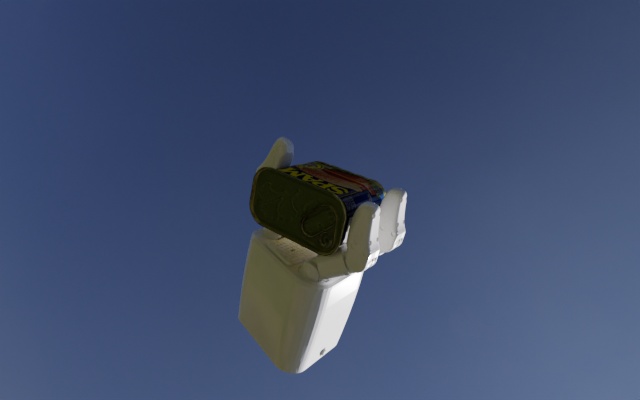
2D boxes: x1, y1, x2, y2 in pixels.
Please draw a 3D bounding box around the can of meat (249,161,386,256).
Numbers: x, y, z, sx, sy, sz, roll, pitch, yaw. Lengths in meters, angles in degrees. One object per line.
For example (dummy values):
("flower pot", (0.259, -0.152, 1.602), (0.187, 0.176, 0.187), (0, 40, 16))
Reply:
("can of meat", (0.000, 0.001, 0.449), (0.102, 0.057, 0.084), (23, 23, 29))
